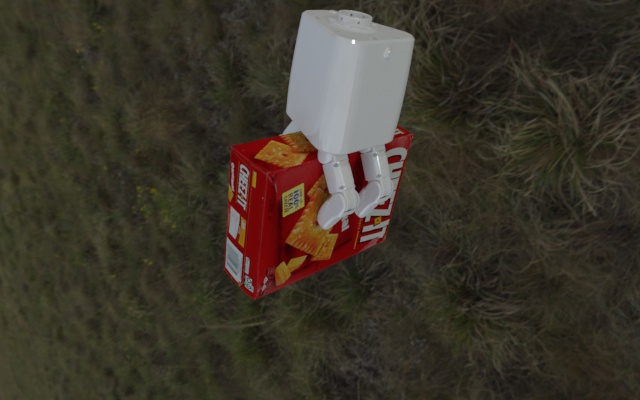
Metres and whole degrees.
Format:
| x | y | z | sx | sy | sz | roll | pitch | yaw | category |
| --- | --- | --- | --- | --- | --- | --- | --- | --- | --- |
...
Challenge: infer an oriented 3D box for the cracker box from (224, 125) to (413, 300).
| x | y | z | sx | sy | sz | roll | pitch | yaw | category |
| --- | --- | --- | --- | --- | --- | --- | --- | --- | --- |
| 0.000 | 0.002 | 0.548 | 0.213 | 0.164 | 0.072 | -18 | 42 | -37 | cracker box |
